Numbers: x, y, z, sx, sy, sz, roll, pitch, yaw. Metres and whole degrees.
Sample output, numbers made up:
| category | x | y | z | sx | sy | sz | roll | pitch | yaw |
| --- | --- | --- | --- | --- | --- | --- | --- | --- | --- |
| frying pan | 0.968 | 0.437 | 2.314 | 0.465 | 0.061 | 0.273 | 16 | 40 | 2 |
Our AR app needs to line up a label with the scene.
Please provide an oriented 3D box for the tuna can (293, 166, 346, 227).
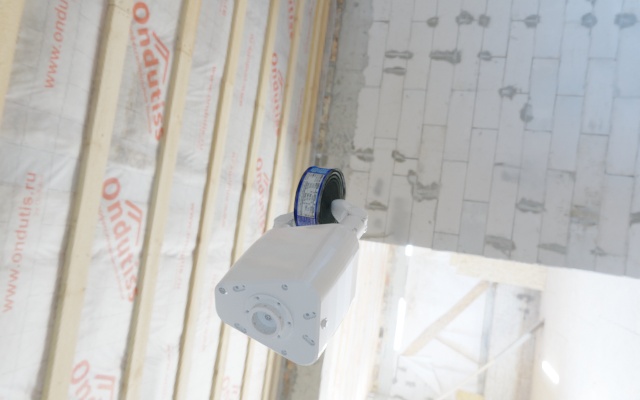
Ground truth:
| category | x | y | z | sx | sy | sz | roll | pitch | yaw |
| --- | --- | --- | --- | --- | --- | --- | --- | --- | --- |
| tuna can | 0.000 | 0.002 | 0.575 | 0.034 | 0.086 | 0.086 | 9 | 3 | 21 |
